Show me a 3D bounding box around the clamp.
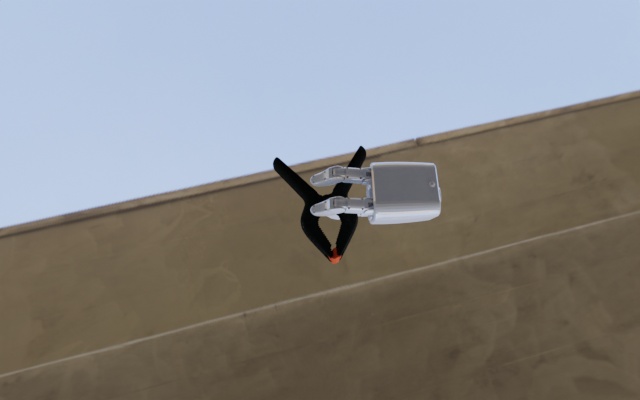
[{"bbox_3d":[0.000,0.003,0.805,0.164,0.210,0.036,-2,-25,2],"label":"clamp"}]
